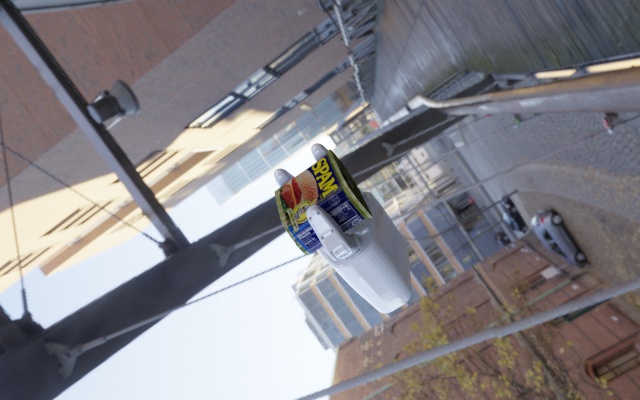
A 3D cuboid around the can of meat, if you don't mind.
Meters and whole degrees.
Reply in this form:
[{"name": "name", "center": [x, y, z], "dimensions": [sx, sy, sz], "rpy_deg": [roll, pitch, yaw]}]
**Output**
[{"name": "can of meat", "center": [0.000, 0.002, 0.539], "dimensions": [0.084, 0.057, 0.102], "rpy_deg": [-35, 35, 10]}]
